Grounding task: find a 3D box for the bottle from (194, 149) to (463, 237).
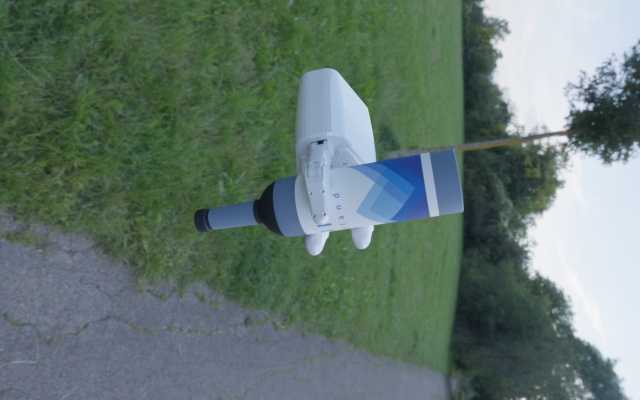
[{"bbox_3d":[0.000,0.002,0.524,0.296,0.069,0.069,-9,-2,13],"label":"bottle"}]
